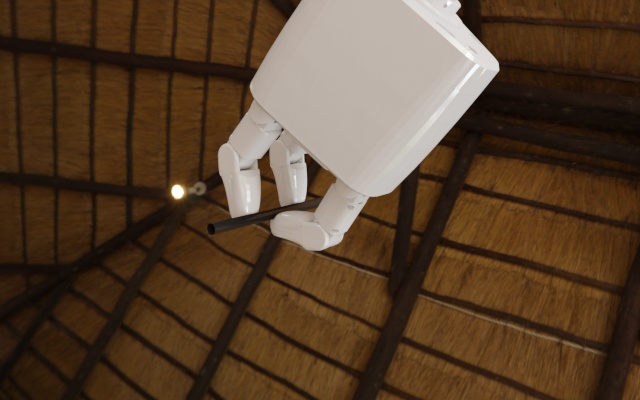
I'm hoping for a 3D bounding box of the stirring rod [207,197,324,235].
[{"bbox_3d":[0.000,0.001,0.412,0.011,0.011,0.239,0,8,38],"label":"stirring rod"}]
